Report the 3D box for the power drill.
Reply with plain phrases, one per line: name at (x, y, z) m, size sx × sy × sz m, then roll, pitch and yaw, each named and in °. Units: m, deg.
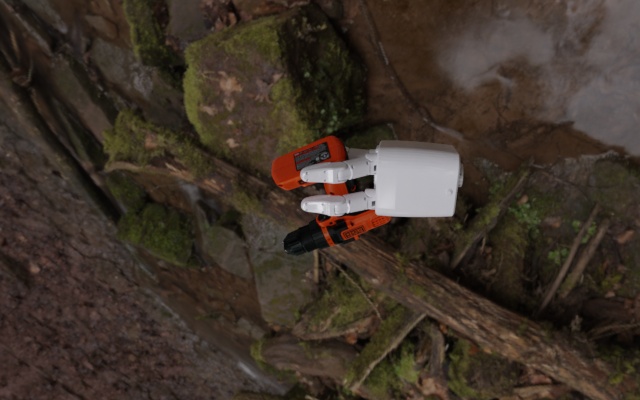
power drill at (0.000, 0.002, 0.711) m, size 0.184 × 0.057 × 0.188 m, roll -23°, pitch -42°, yaw 8°
